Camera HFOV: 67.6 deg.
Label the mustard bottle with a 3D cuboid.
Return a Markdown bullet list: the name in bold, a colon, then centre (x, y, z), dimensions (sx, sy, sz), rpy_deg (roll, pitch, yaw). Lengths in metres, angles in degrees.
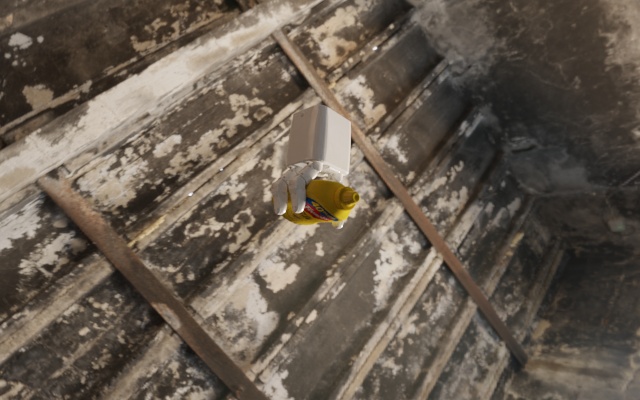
- **mustard bottle**: centre (0.000, 0.003, 0.854), dimensions (0.096, 0.058, 0.191), rpy_deg (41, -28, -27)
